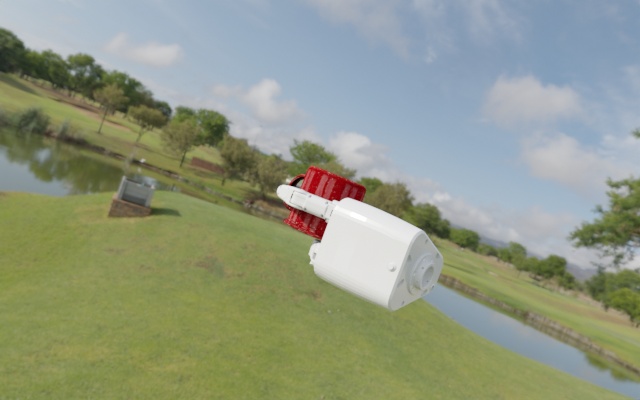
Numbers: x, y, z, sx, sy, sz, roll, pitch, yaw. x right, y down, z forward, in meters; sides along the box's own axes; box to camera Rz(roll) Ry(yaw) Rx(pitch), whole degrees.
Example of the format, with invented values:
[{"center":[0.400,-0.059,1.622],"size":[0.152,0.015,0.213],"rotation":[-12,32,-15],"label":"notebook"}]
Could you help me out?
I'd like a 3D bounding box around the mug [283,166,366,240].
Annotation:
[{"center":[-0.001,0.001,0.632],"size":[0.117,0.081,0.093],"rotation":[24,3,37],"label":"mug"}]
